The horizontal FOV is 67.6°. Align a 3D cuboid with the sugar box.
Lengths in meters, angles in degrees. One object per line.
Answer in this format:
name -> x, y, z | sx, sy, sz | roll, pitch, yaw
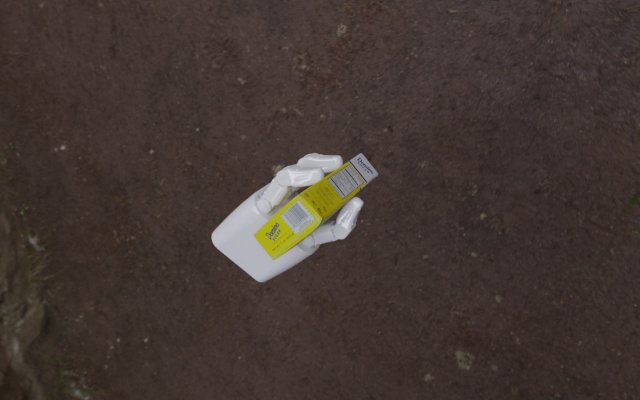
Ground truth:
sugar box -> 0.000, 0.002, 0.608 | 0.093, 0.048, 0.176 | -39, 1, 34
